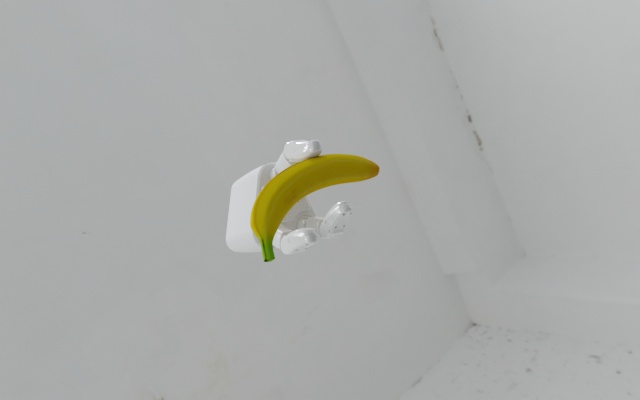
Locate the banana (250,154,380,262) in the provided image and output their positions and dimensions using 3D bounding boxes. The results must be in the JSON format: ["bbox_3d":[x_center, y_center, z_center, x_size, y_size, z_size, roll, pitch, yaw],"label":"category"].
[{"bbox_3d":[-0.012,-0.012,0.536,0.197,0.069,0.037,-38,7,-33],"label":"banana"}]
